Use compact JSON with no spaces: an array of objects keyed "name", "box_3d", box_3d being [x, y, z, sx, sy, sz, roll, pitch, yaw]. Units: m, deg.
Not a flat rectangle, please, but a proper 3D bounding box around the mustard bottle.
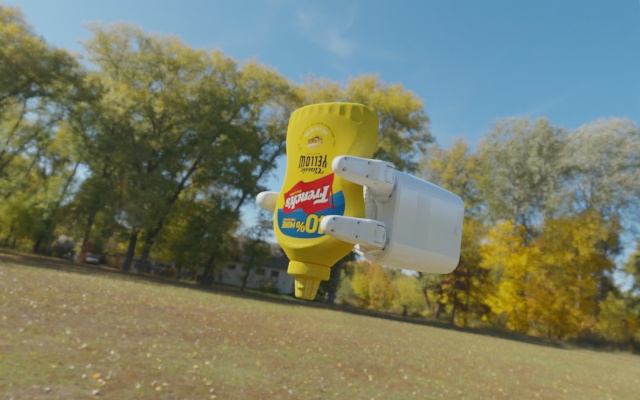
[{"name":"mustard bottle","box_3d":[0.000,0.001,0.477,0.096,0.191,0.058,2,-12,33]}]
